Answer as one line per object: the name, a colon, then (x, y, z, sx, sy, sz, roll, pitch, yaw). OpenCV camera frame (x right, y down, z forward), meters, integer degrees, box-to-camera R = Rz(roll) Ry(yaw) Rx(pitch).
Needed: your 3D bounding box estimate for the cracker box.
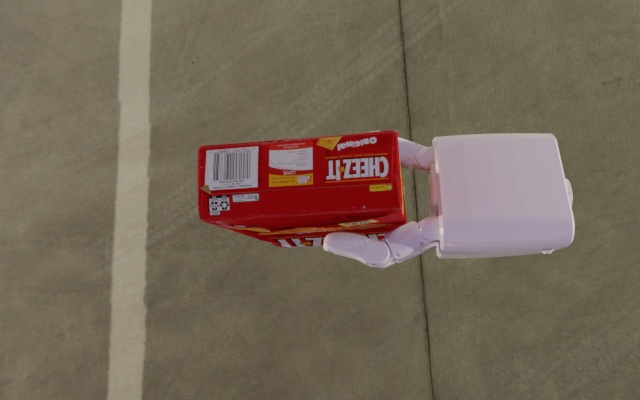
cracker box: (0.000, 0.001, 0.468, 0.164, 0.072, 0.214, -4, -11, 10)
